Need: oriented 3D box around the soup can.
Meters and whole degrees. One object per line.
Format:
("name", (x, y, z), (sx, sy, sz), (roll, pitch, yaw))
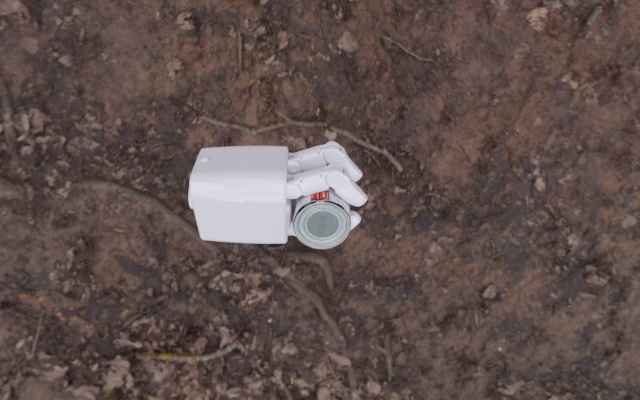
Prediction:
("soup can", (0.001, 0.002, 0.576), (0.068, 0.068, 0.102), (0, 32, -2))
